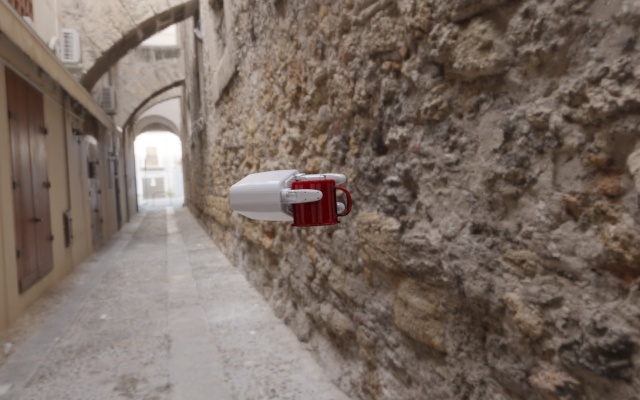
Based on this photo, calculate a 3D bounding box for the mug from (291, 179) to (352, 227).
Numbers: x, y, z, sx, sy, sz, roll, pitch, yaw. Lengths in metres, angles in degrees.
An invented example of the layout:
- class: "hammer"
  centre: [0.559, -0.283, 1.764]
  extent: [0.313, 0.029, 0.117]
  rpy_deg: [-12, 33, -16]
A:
- class: "mug"
  centre: [0.001, 0.003, 0.877]
  extent: [0.117, 0.081, 0.093]
  rpy_deg: [-3, 2, 20]
